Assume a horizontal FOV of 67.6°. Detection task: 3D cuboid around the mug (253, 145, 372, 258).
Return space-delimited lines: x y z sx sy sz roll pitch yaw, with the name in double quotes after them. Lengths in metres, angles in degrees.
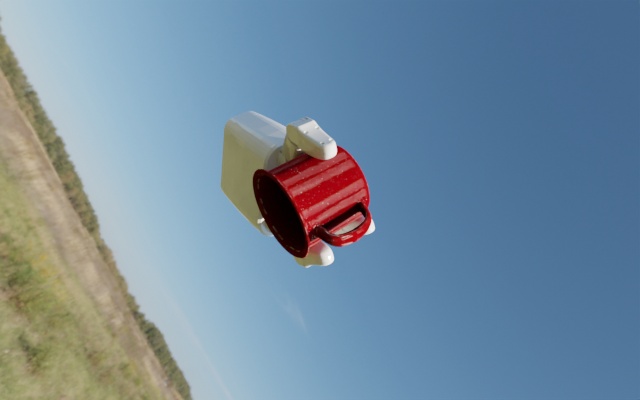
0.001 0.002 0.454 0.081 0.093 0.117 -29 43 -25 "mug"
